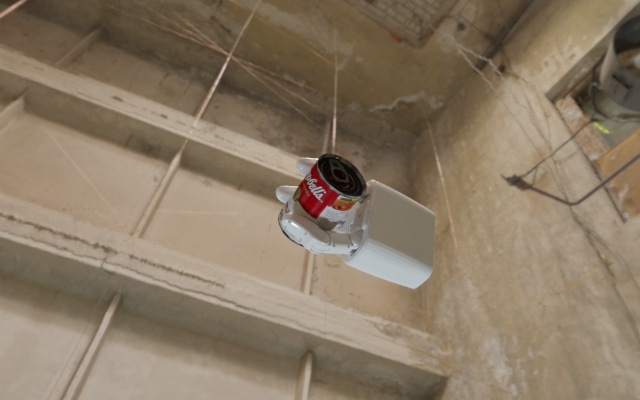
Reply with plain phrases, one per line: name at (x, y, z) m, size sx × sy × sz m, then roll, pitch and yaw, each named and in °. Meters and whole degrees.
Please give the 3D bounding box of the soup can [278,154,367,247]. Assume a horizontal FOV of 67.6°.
soup can at (0.000, 0.002, 0.583) m, size 0.068 × 0.068 × 0.102 m, roll 0°, pitch -39°, yaw -41°
